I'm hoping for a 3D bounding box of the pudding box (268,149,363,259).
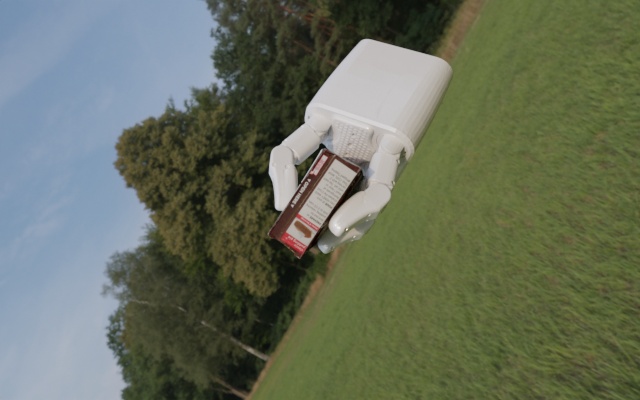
[{"bbox_3d":[0.000,0.001,0.438,0.039,0.090,0.113,33,4,6],"label":"pudding box"}]
